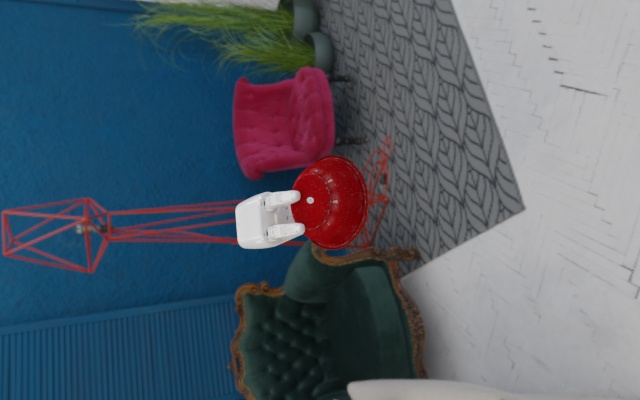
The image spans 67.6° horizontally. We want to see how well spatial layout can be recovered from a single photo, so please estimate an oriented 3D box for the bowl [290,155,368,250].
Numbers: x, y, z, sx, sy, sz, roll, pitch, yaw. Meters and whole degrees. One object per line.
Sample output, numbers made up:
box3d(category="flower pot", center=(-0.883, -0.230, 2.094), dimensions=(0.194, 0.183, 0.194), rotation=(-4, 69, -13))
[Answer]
box3d(category="bowl", center=(0.001, 0.002, 0.793), dimensions=(0.162, 0.162, 0.055), rotation=(0, -1, 42))
